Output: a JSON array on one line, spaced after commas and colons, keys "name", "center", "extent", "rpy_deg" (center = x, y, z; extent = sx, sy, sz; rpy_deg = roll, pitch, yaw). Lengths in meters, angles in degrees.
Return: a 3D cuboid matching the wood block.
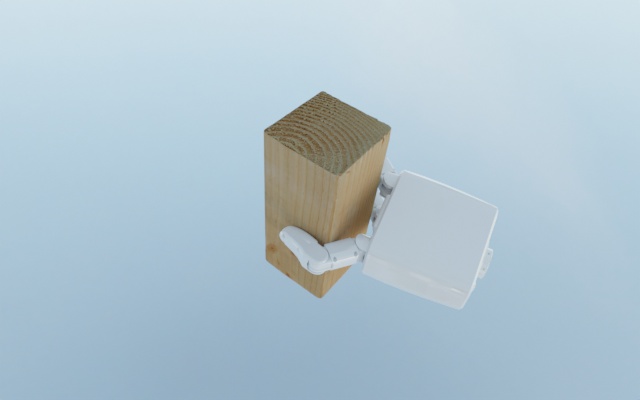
[{"name": "wood block", "center": [0.000, 0.002, 0.520], "extent": [0.090, 0.206, 0.090], "rpy_deg": [33, 53, 22]}]
